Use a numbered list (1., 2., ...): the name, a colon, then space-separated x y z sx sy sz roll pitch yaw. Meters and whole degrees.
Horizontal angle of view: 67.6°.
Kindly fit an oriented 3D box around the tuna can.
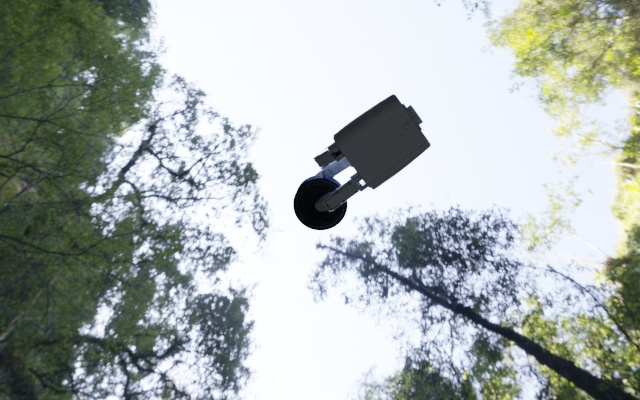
1. tuna can: 0.000 0.002 0.759 0.086 0.086 0.033 0 16 2
